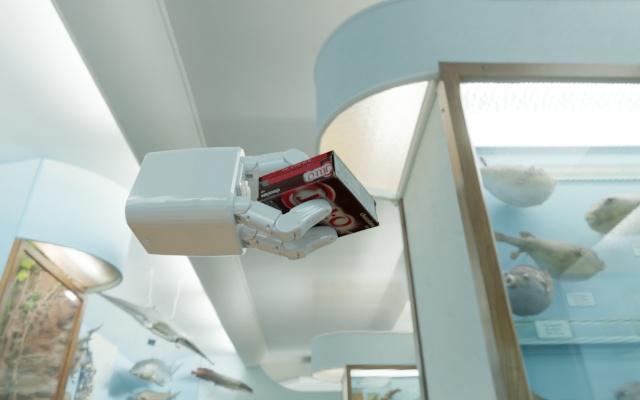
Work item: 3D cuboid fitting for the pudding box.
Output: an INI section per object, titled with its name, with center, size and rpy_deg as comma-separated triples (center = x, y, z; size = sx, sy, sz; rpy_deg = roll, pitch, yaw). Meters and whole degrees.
[pudding box]
center = 0.000, 0.002, 0.511
size = 0.090, 0.039, 0.113
rpy_deg = -18, -34, 23
